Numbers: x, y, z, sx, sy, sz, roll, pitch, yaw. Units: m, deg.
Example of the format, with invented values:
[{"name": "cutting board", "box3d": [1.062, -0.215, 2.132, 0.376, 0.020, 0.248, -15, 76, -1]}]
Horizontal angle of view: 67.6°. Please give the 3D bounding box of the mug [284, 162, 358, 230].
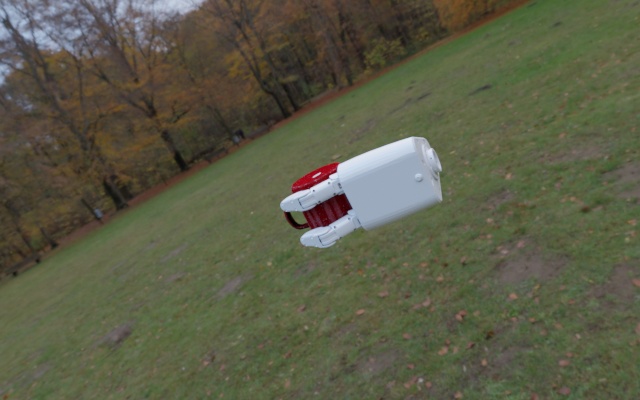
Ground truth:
[{"name": "mug", "box3d": [-0.001, 0.003, 0.687, 0.117, 0.081, 0.093, -22, 14, 22]}]
